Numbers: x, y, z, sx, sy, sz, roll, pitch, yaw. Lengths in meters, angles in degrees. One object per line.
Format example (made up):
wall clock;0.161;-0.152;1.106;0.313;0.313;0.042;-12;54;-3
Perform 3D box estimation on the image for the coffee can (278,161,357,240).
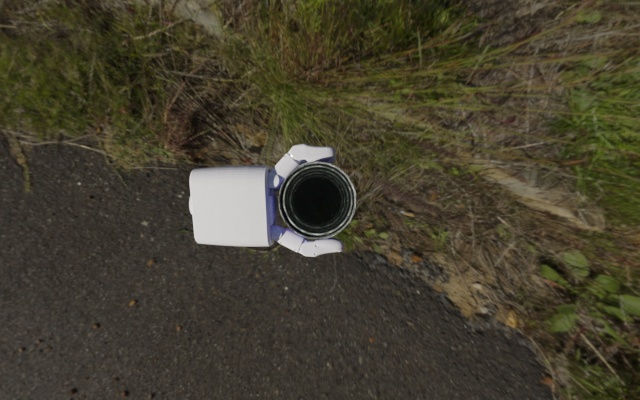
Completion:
coffee can;0.000;0.002;0.687;0.103;0.103;0.140;0;-2;3
